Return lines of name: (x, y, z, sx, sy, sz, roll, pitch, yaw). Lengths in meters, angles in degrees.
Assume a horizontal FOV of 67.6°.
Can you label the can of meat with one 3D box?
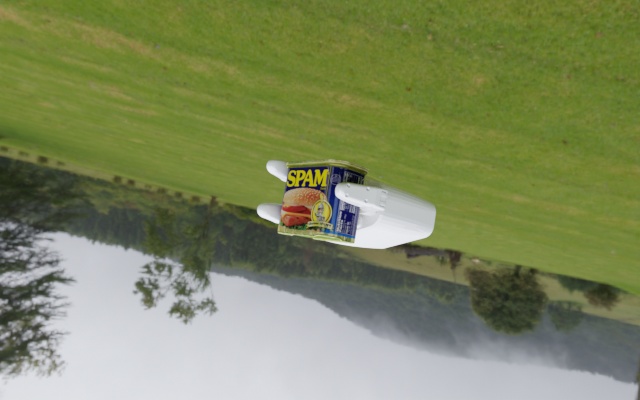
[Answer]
can of meat: (0.000, 0.002, 0.542, 0.057, 0.084, 0.102, 15, -9, -42)
